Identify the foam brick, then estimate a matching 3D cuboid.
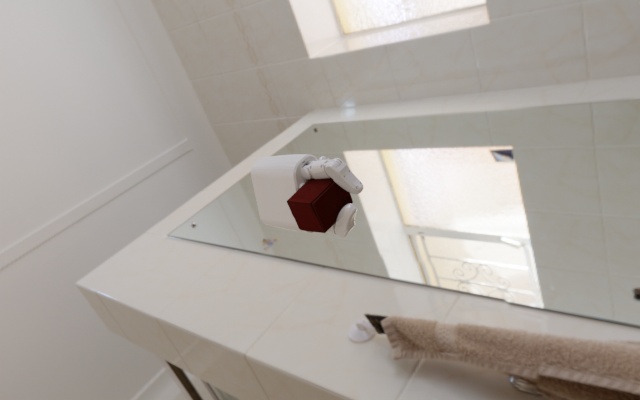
[{"bbox_3d":[0.000,0.002,0.686,0.051,0.053,0.078,4,37,41],"label":"foam brick"}]
